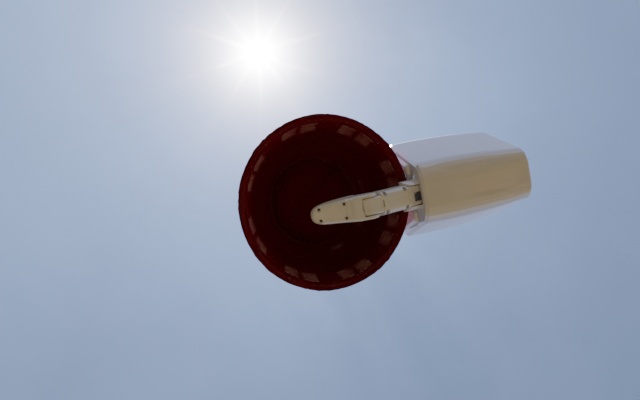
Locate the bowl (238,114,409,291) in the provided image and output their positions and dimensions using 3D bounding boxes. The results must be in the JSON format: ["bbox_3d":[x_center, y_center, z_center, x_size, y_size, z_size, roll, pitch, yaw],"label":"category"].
[{"bbox_3d":[-0.001,0.001,0.459,0.162,0.162,0.055,0,1,-15],"label":"bowl"}]
